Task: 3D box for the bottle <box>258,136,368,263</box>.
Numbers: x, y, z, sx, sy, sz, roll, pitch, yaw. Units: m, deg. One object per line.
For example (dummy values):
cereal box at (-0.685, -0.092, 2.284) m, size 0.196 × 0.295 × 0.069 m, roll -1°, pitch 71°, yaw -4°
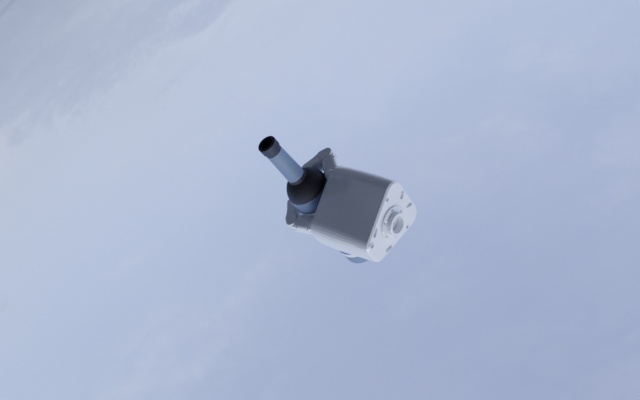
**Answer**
bottle at (0.000, 0.003, 0.740) m, size 0.069 × 0.069 × 0.296 m, roll 0°, pitch -32°, yaw 36°
